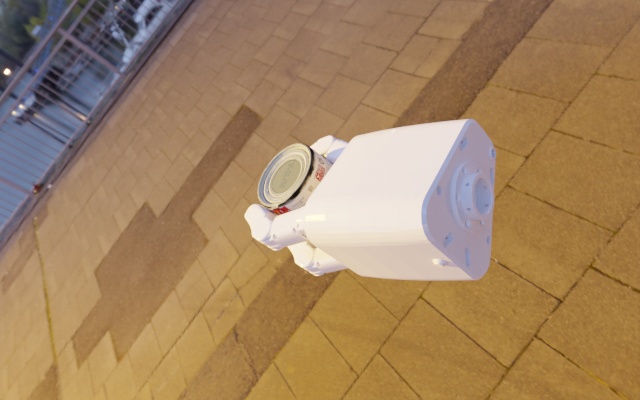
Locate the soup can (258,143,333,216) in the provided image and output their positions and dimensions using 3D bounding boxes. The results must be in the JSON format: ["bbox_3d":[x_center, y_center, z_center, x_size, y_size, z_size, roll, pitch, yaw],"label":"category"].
[{"bbox_3d":[0.000,0.001,0.448,0.068,0.068,0.102,0,-29,47],"label":"soup can"}]
